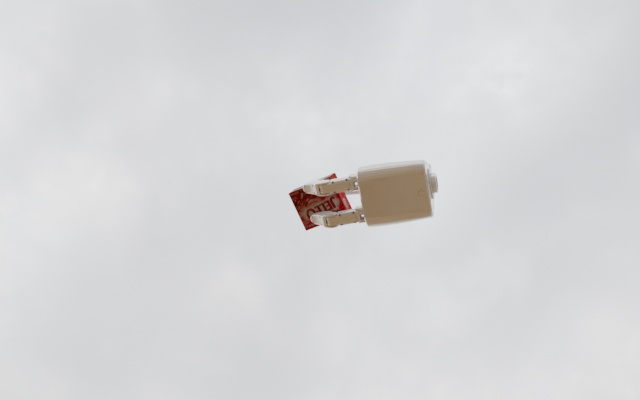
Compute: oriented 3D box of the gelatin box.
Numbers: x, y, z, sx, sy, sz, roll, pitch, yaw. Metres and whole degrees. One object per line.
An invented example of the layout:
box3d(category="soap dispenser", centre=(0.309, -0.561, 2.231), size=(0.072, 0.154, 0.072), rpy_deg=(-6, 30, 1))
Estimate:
box3d(category="gelatin box", centre=(0.000, 0.003, 0.815), size=(0.089, 0.073, 0.030), rpy_deg=(-21, 10, 26))
